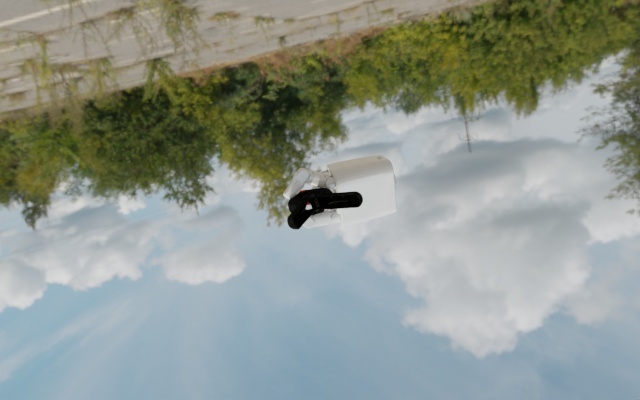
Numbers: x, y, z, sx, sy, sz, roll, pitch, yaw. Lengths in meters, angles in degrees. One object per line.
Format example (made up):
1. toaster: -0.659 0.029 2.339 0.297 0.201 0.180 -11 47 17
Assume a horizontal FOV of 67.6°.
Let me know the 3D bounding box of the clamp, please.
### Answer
1. clamp: 0.000 0.003 0.782 0.120 0.039 0.171 -12 14 -4
